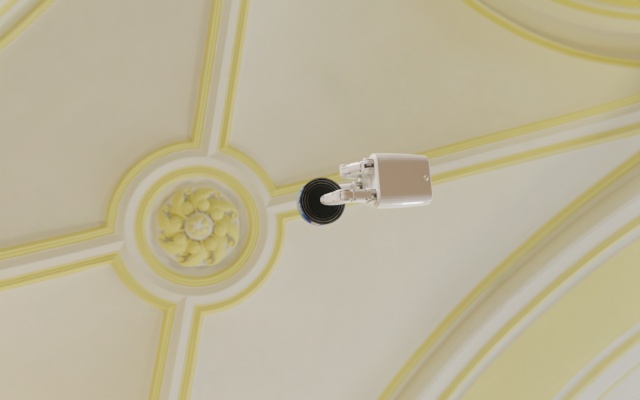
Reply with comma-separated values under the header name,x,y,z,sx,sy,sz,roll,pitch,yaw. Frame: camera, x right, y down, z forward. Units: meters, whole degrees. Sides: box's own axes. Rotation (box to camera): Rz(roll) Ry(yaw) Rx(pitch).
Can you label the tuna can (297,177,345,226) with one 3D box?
name,x,y,z,sx,sy,sz,roll,pitch,yaw
tuna can,0.000,0.003,0.872,0.086,0.086,0.034,0,-7,-17
